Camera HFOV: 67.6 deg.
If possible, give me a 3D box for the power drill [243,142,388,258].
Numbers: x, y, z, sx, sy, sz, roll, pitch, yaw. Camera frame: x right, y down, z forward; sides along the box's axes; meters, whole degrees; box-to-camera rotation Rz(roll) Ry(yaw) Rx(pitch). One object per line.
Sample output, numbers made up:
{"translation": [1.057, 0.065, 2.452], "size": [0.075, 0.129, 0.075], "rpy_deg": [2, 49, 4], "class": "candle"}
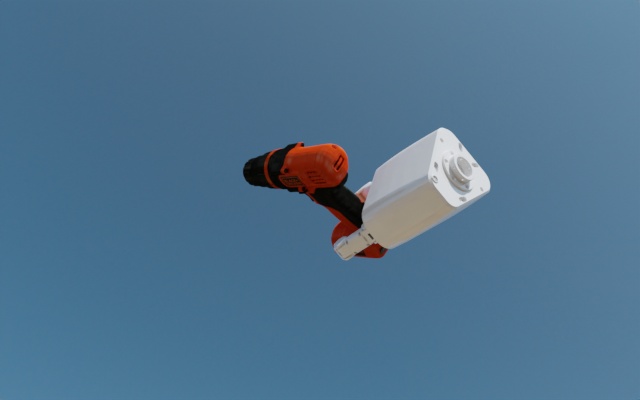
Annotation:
{"translation": [0.001, 0.002, 0.636], "size": [0.184, 0.057, 0.188], "rpy_deg": [0, -37, 50], "class": "power drill"}
